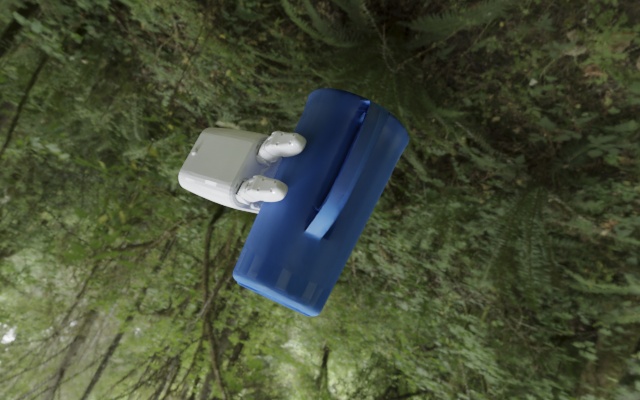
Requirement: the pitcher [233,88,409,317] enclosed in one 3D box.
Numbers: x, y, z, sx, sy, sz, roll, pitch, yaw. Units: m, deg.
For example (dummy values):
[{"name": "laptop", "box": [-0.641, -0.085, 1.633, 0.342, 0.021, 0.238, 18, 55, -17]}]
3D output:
[{"name": "pitcher", "box": [0.000, 0.002, 0.546, 0.145, 0.242, 0.149, 16, -16, 34]}]
